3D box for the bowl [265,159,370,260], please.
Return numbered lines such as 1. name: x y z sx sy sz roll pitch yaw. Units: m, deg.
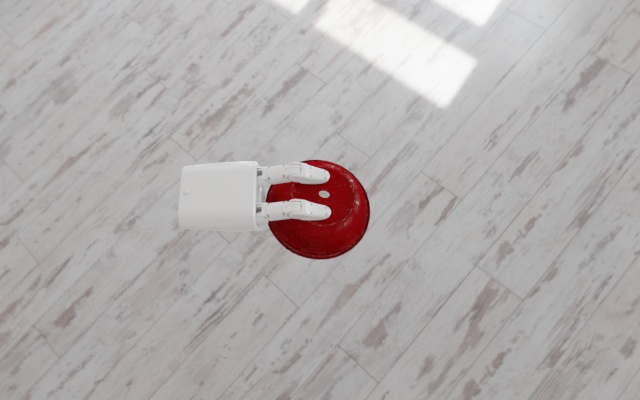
1. bowl: 0.001 0.002 0.700 0.162 0.162 0.055 0 -21 -9
